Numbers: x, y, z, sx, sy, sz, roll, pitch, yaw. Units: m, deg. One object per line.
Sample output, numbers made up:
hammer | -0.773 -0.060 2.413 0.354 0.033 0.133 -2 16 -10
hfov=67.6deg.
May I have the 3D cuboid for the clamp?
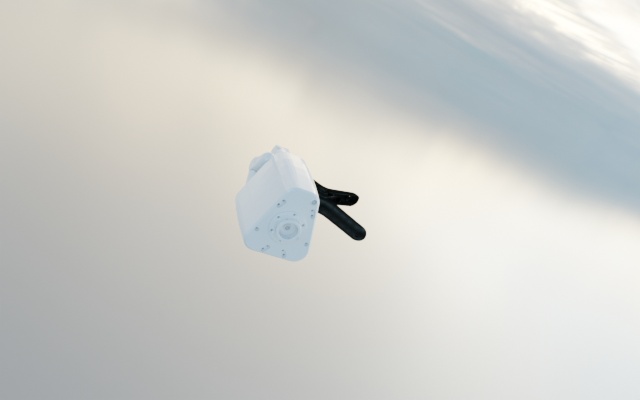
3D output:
clamp | 0.000 0.002 0.744 0.171 0.039 0.120 19 23 -24
